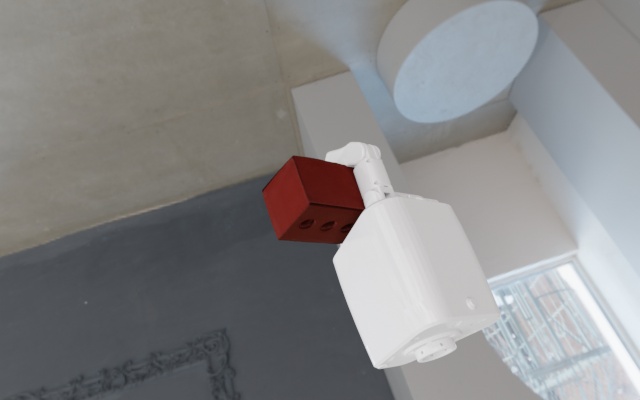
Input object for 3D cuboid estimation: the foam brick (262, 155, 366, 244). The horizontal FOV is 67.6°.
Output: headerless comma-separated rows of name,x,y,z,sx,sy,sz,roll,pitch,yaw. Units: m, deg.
foam brick,0.000,0.001,0.410,0.078,0.051,0.053,7,-39,-37
